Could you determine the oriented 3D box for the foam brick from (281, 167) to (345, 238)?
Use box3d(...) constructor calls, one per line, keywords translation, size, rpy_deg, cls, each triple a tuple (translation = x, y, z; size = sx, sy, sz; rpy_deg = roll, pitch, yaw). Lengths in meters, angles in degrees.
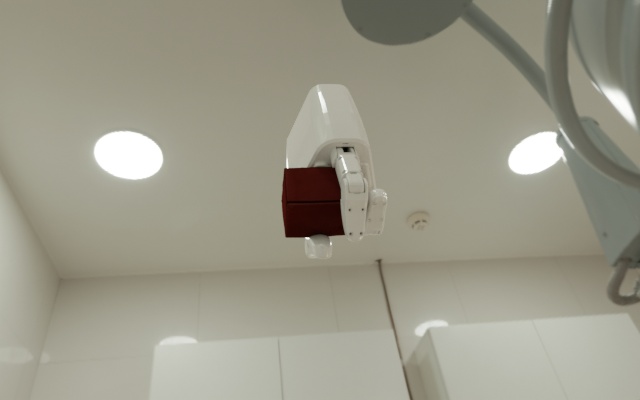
box3d(translation=(0.000, 0.002, 0.488), size=(0.078, 0.051, 0.053), rpy_deg=(-2, -44, -10), cls="foam brick")
